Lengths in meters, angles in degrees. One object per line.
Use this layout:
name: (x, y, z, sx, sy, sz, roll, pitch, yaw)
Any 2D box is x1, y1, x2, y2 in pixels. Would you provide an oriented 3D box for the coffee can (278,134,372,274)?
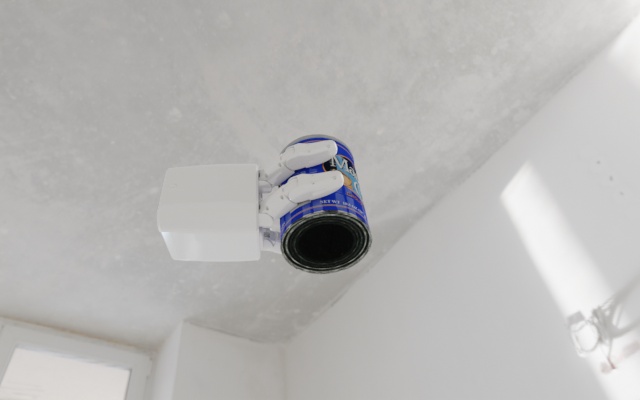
coffee can: (0.000, 0.002, 0.577, 0.103, 0.103, 0.140, 0, 43, -8)
